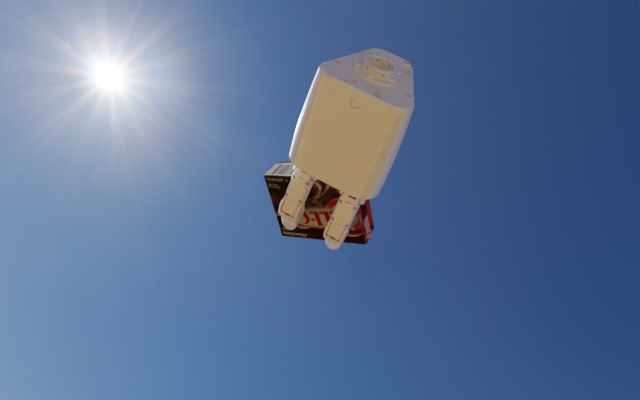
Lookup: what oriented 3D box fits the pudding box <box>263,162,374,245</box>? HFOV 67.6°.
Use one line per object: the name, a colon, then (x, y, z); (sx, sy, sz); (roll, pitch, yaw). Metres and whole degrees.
pudding box: (0.000, 0.002, 0.549); (0.113, 0.090, 0.039); (5, 37, 26)
